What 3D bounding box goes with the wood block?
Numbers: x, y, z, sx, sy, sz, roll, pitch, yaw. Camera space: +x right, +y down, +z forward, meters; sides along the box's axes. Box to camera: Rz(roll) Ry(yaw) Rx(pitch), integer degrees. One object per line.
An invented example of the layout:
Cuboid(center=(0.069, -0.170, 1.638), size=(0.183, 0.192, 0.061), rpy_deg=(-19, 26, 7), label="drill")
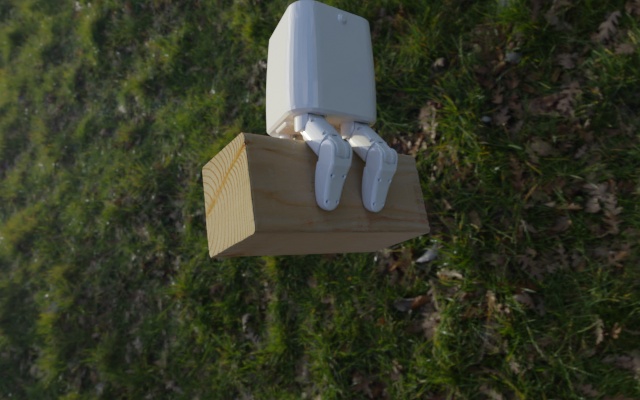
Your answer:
Cuboid(center=(0.000, 0.001, 0.475), size=(0.206, 0.090, 0.091), rpy_deg=(3, -19, -37), label="wood block")
